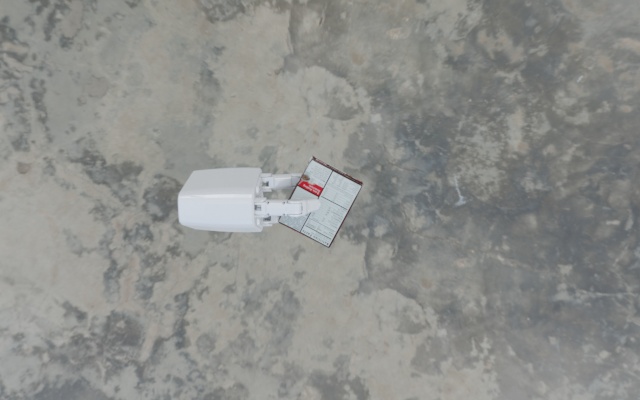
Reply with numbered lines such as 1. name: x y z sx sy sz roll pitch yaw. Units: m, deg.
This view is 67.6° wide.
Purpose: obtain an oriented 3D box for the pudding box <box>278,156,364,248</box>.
1. pudding box: 0.000 0.002 0.720 0.090 0.113 0.039 28 9 -4
